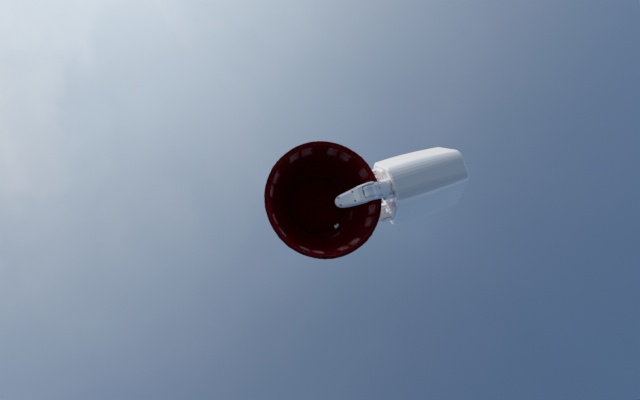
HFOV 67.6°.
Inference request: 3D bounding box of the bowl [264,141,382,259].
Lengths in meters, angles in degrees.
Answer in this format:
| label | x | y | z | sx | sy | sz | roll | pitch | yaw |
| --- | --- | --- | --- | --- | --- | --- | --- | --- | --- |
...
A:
| label | x | y | z | sx | sy | sz | roll | pitch | yaw |
| --- | --- | --- | --- | --- | --- | --- | --- | --- | --- |
| bowl | -0.001 | 0.002 | 0.665 | 0.162 | 0.162 | 0.055 | 0 | -10 | -12 |
